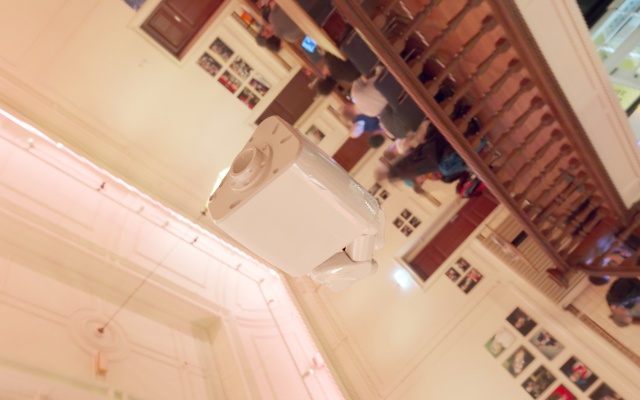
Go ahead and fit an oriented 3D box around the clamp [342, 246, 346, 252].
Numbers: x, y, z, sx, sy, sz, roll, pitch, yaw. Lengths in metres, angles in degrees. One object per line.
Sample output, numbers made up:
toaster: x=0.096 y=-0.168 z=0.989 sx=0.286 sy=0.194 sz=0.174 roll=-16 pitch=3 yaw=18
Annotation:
clamp: x=0.000 y=0.002 z=0.540 sx=0.120 sy=0.039 sz=0.171 roll=39 pitch=6 yaw=-36
